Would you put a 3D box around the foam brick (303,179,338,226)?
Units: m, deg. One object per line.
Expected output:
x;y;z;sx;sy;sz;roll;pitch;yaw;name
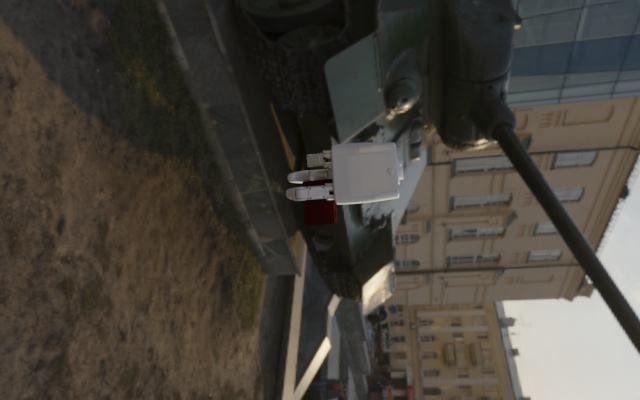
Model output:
0.000;0.003;0.830;0.051;0.078;0.053;-4;4;7;foam brick
